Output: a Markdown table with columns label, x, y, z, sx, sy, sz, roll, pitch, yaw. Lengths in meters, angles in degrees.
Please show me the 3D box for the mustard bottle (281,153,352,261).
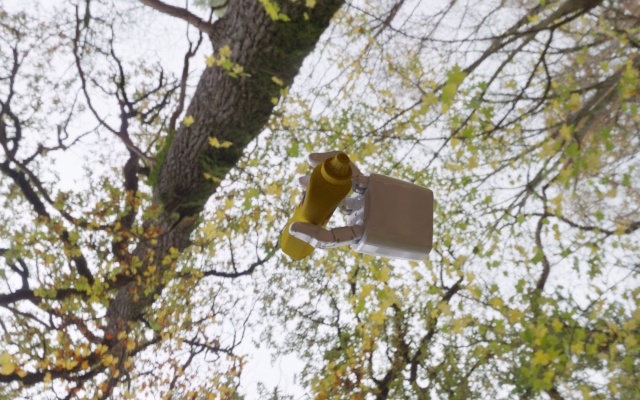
| label | x | y | z | sx | sy | sz | roll | pitch | yaw |
| --- | --- | --- | --- | --- | --- | --- | --- | --- | --- |
| mustard bottle | 0.000 | 0.002 | 0.683 | 0.058 | 0.096 | 0.192 | 31 | -42 | 2 |
